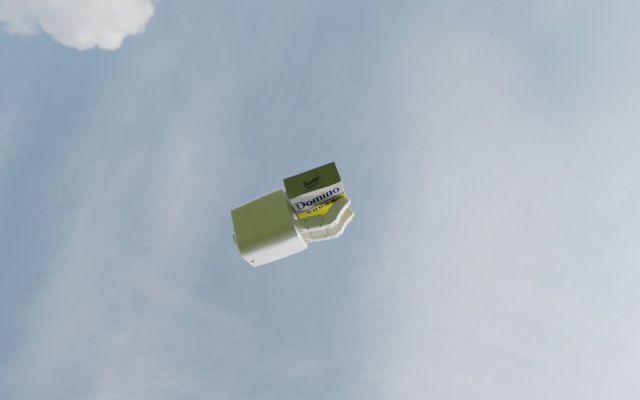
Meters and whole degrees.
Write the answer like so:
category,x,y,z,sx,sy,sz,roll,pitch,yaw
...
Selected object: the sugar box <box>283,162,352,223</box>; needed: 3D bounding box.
category,x,y,z,sx,sy,sz,roll,pitch,yaw
sugar box,0.000,0.003,0.846,0.093,0.048,0.176,-19,-23,2
